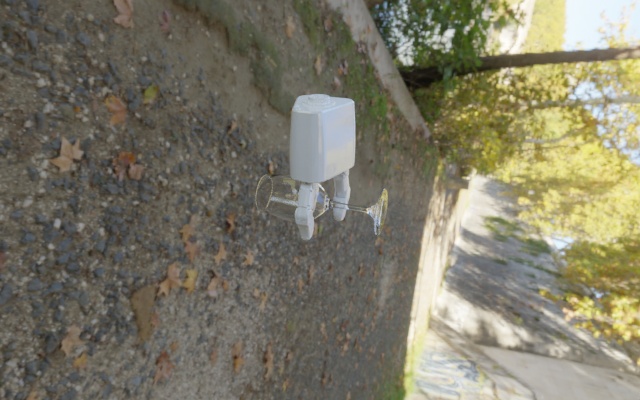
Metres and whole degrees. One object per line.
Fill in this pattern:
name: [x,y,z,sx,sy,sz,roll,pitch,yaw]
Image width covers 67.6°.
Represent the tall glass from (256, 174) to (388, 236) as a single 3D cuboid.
tall glass: [0.001,0.003,0.760,0.201,0.079,0.079,9,3,18]
